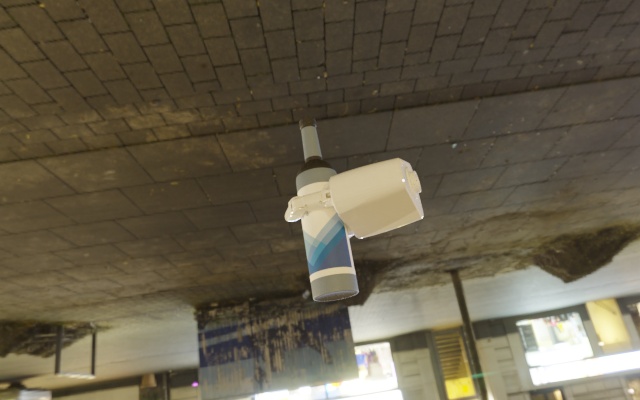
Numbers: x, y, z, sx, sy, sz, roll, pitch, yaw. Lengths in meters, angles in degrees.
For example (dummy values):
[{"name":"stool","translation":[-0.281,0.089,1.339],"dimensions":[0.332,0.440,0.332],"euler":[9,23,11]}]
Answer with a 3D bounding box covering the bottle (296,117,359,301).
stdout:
[{"name":"bottle","translation":[0.000,0.003,0.739],"dimensions":[0.069,0.295,0.069],"euler":[-8,-22,-3]}]
